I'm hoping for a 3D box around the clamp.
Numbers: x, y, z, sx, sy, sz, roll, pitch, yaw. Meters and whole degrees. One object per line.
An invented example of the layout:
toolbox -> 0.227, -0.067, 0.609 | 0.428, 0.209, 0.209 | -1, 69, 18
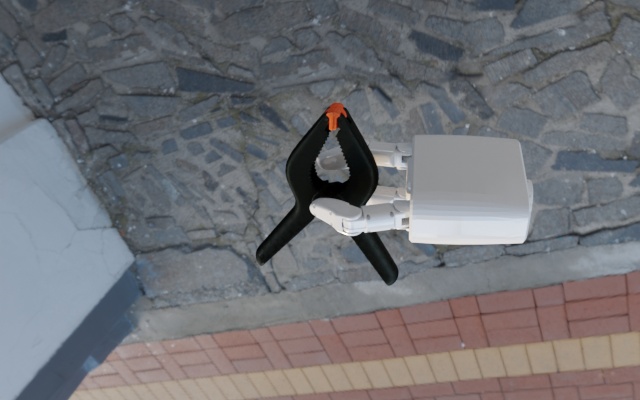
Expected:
clamp -> 0.000, 0.002, 0.503 | 0.164, 0.210, 0.036 | 1, 31, 10
